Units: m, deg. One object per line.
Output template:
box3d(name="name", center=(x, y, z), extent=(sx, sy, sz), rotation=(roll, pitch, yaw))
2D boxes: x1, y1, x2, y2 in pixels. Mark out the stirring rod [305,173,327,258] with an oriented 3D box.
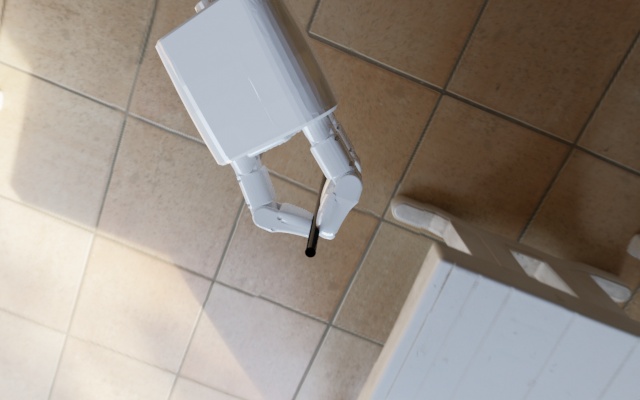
box3d(name="stirring rod", center=(0.000, 0.001, 0.454), extent=(0.011, 0.011, 0.239), rotation=(0, 17, 4))
